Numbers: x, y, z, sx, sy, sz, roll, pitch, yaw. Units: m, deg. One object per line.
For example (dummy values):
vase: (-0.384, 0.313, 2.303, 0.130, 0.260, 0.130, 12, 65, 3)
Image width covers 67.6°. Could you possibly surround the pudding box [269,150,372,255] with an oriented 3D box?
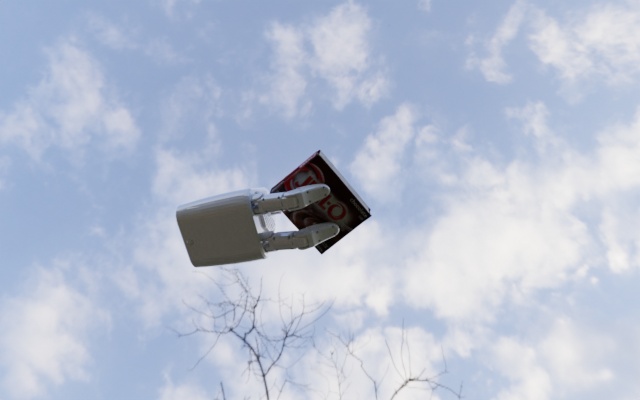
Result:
pudding box: (0.000, 0.002, 0.647, 0.090, 0.113, 0.039, -39, 13, 15)
